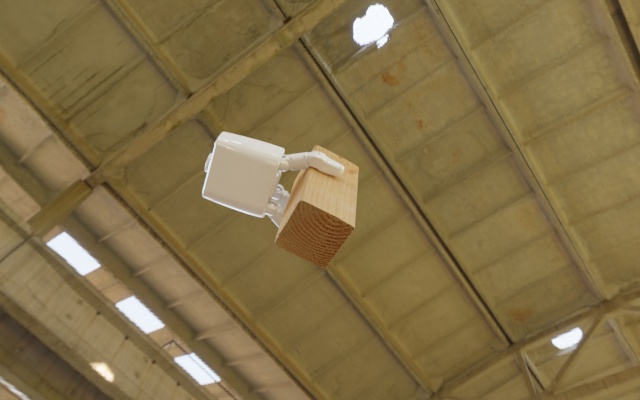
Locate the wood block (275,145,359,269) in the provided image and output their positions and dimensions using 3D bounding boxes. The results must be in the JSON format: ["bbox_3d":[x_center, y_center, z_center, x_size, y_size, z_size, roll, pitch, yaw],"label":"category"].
[{"bbox_3d":[0.000,0.002,0.776,0.090,0.091,0.206,28,28,-9],"label":"wood block"}]
